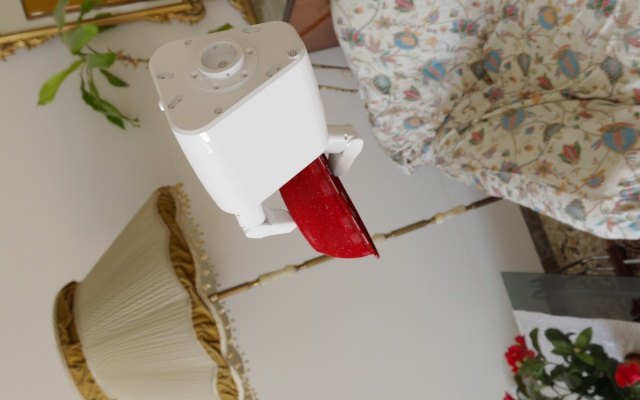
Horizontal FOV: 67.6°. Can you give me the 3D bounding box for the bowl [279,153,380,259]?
[{"bbox_3d":[0.000,0.003,0.502,0.055,0.162,0.162,-30,-3,6],"label":"bowl"}]
